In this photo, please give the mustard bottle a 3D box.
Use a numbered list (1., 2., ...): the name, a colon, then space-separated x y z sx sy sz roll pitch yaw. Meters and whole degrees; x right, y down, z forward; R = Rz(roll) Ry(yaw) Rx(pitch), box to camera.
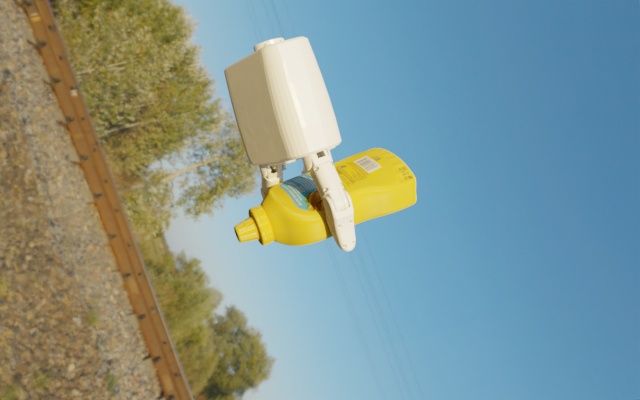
1. mustard bottle: 0.000 0.002 0.513 0.191 0.058 0.096 -21 36 -18
